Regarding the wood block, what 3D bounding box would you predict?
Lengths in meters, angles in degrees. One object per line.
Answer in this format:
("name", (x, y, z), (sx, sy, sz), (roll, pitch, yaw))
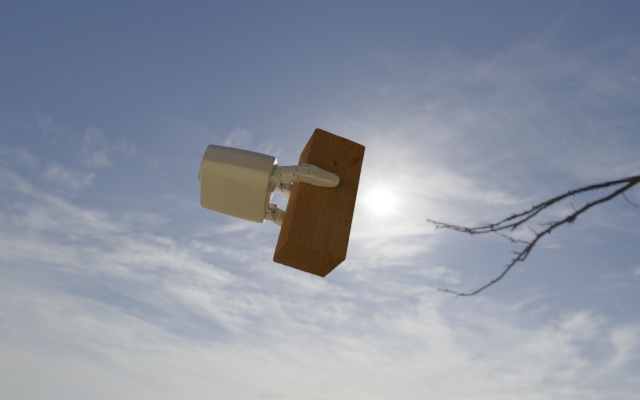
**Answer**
("wood block", (0.000, 0.002, 0.753), (0.090, 0.206, 0.091), (20, -31, -12))
